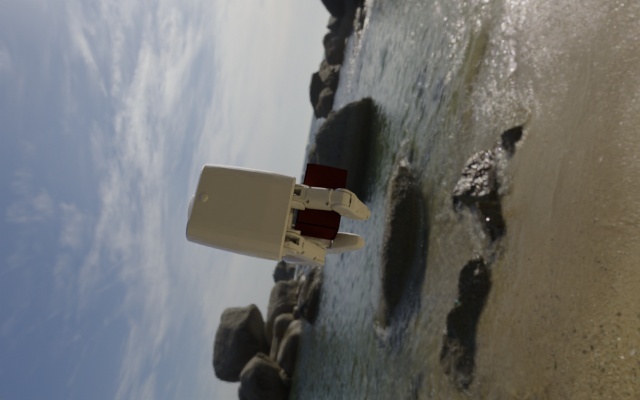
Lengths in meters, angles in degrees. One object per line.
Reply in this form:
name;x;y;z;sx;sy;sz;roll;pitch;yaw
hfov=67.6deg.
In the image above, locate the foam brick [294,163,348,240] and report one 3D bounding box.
foam brick;0.000;0.002;0.578;0.051;0.078;0.053;11;-20;-2
